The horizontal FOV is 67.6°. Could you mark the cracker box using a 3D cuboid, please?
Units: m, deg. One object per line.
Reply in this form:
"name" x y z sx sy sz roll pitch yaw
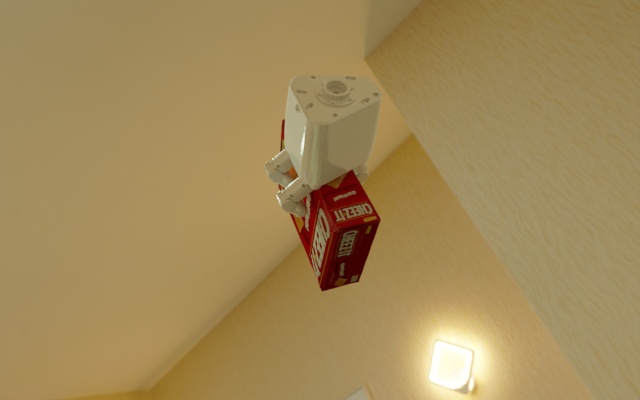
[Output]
"cracker box" 0.000 0.002 0.716 0.072 0.213 0.164 -13 -36 -17
